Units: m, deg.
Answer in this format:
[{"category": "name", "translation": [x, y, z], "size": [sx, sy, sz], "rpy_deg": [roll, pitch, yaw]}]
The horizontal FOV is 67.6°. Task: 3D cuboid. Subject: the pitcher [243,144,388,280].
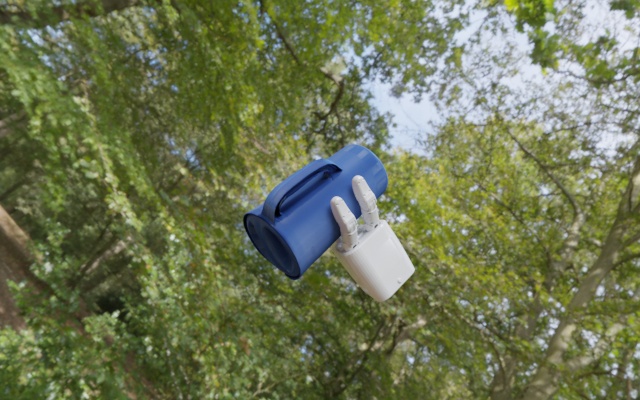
[{"category": "pitcher", "translation": [0.000, 0.003, 0.796], "size": [0.242, 0.145, 0.149], "rpy_deg": [-40, 11, -26]}]
